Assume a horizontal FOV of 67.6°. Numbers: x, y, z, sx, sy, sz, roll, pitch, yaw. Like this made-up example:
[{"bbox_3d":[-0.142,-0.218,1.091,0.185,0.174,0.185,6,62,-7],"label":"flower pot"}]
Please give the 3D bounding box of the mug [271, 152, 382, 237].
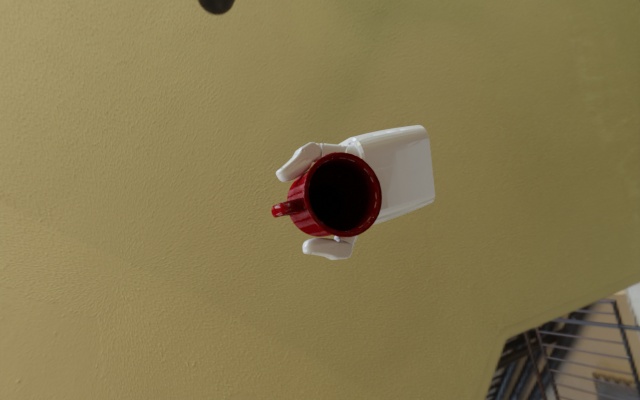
[{"bbox_3d":[-0.001,0.002,0.544,0.117,0.093,0.081,-16,-2,-24],"label":"mug"}]
